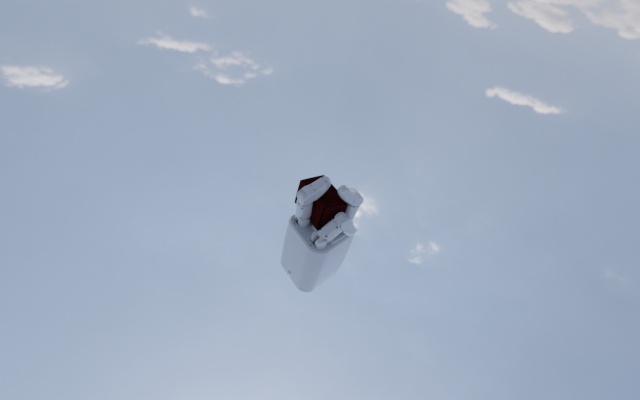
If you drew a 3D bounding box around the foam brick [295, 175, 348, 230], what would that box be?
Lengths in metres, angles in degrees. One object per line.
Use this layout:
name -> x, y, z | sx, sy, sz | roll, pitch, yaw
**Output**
foam brick -> 0.000, 0.002, 0.811 | 0.053, 0.051, 0.078 | -12, 46, -33
